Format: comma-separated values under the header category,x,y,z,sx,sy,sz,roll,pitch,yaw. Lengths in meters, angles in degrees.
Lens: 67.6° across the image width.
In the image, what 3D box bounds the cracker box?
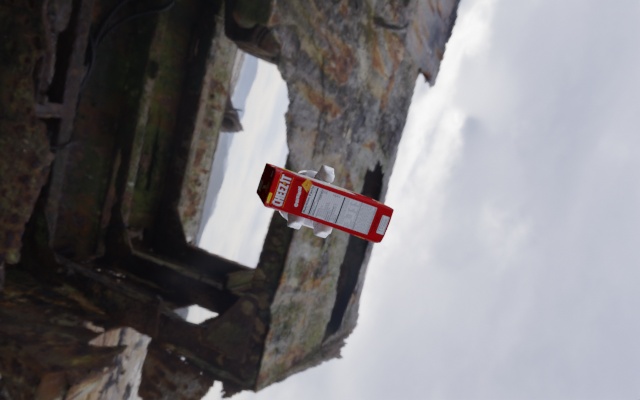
category,x,y,z,sx,sy,sz,roll,pitch,yaw
cracker box,0.000,0.003,0.849,0.214,0.072,0.164,19,3,-13
